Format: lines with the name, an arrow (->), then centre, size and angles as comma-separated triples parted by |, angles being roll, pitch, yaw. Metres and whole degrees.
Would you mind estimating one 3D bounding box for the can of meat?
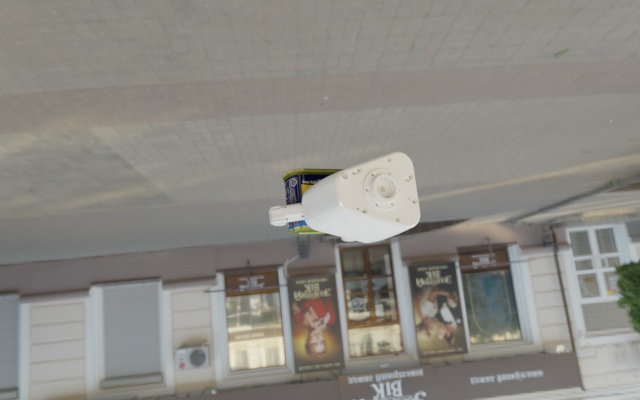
can of meat -> 0.000, 0.003, 0.679 | 0.102, 0.084, 0.057 | -1, -12, -26
